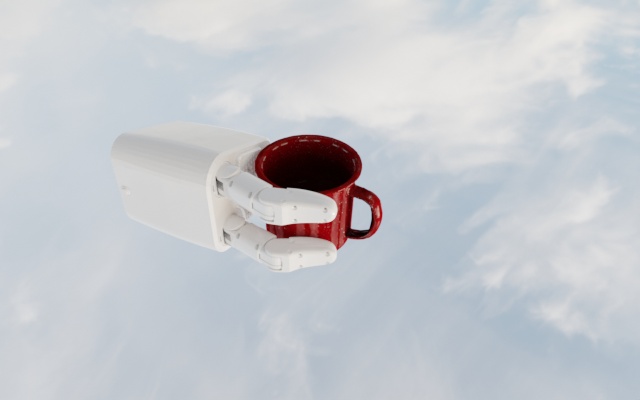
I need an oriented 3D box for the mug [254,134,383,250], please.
[{"bbox_3d":[0.001,0.002,0.432,0.117,0.082,0.093,16,41,18],"label":"mug"}]
